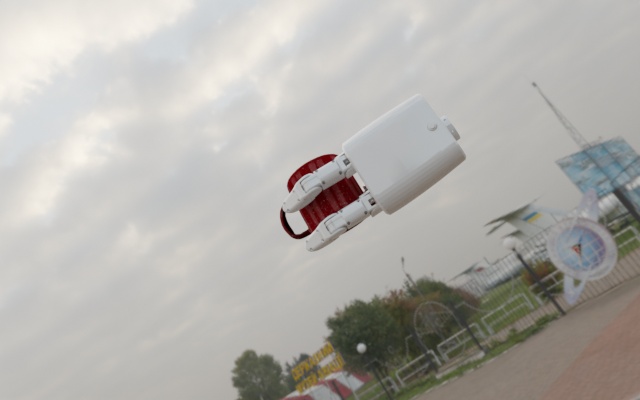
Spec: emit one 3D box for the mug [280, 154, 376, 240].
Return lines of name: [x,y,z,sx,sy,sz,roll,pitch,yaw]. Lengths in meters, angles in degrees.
mug: [-0.001,0.003,0.606,0.117,0.081,0.093,-34,-19,12]
